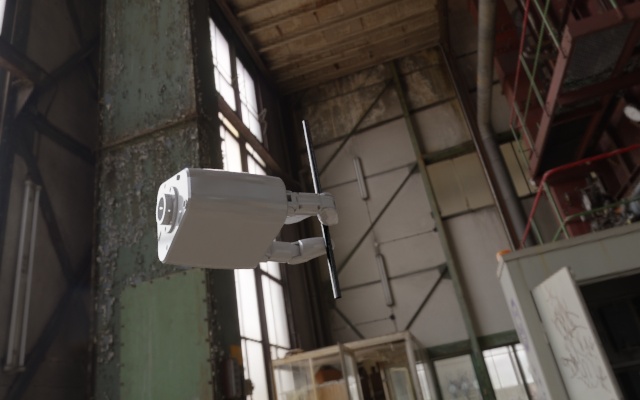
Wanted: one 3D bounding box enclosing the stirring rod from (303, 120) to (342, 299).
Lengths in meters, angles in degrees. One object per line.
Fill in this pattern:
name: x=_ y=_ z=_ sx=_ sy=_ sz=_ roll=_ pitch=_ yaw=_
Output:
stirring rod: x=0.000 y=0.002 z=0.586 sx=0.011 sy=0.239 sz=0.011 roll=-9 pitch=-25 yaw=-4
